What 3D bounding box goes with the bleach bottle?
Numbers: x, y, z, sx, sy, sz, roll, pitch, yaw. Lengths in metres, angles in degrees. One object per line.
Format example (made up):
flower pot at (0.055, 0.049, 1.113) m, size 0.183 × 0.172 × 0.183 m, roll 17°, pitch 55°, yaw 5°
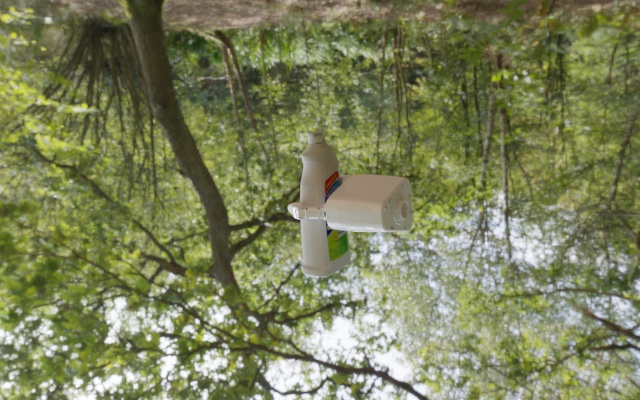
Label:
bleach bottle at (0.000, 0.003, 0.864) m, size 0.068 × 0.251 × 0.102 m, roll 3°, pitch 16°, yaw 36°
